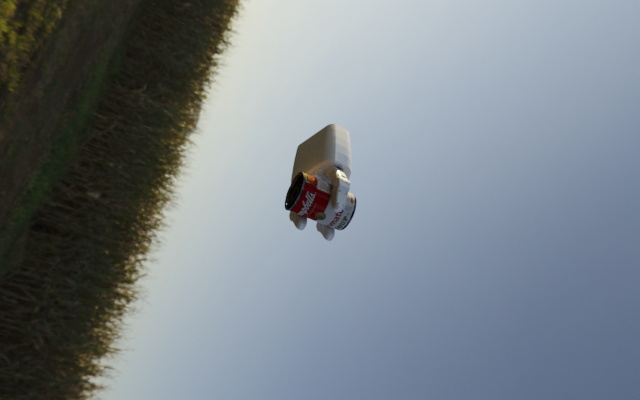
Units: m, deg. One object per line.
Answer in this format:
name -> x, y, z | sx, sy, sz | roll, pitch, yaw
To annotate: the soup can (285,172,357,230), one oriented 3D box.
soup can -> 0.000, 0.003, 0.797 | 0.102, 0.068, 0.068 | 23, -9, -21
